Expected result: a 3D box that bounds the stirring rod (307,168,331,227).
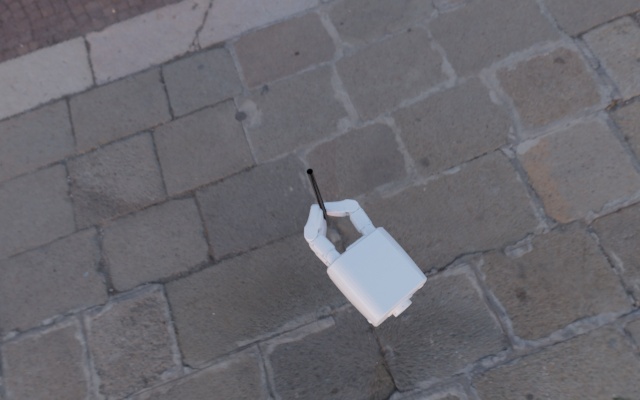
[{"bbox_3d":[0.000,0.002,0.708,0.011,0.011,0.240,0,-19,7],"label":"stirring rod"}]
